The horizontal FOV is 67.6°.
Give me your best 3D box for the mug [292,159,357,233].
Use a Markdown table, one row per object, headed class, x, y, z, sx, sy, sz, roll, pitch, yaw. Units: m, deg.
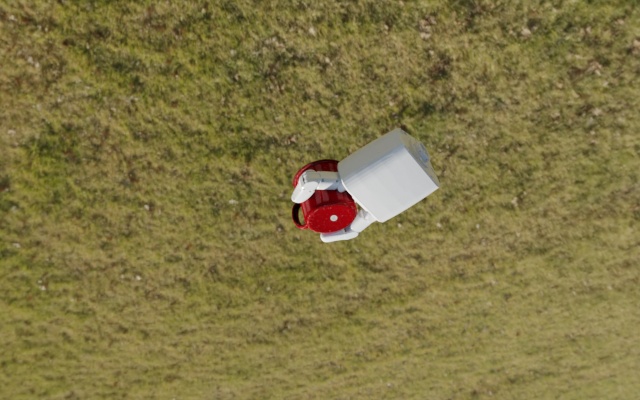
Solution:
| class | x | y | z | sx | sy | sz | roll | pitch | yaw |
| --- | --- | --- | --- | --- | --- | --- | --- | --- | --- |
| mug | -0.001 | 0.003 | 0.746 | 0.117 | 0.081 | 0.093 | -33 | -40 | 24 |
